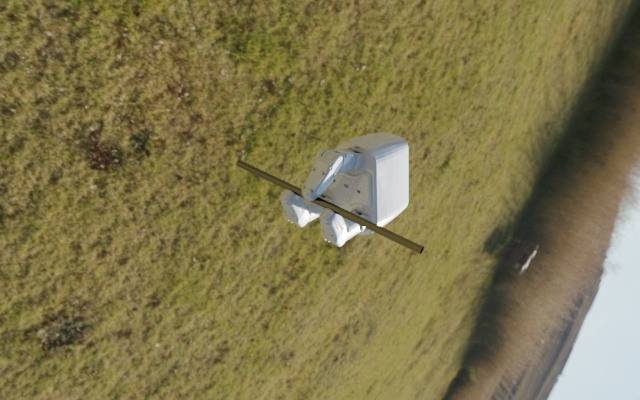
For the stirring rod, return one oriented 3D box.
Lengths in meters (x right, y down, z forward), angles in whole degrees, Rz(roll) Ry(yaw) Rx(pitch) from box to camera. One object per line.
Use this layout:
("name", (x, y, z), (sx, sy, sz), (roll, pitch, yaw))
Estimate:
("stirring rod", (0.000, 0.002, 0.511), (0.239, 0.011, 0.011), (25, 12, 27))
